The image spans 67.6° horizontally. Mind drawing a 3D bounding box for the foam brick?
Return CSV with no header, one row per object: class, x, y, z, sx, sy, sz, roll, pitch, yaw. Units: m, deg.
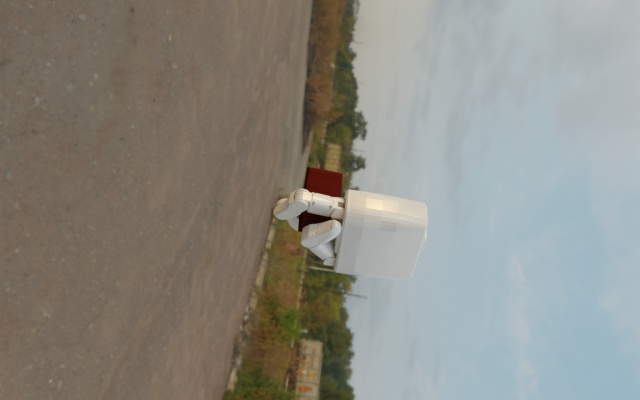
foam brick,0.000,0.002,0.659,0.051,0.078,0.053,8,-38,0
